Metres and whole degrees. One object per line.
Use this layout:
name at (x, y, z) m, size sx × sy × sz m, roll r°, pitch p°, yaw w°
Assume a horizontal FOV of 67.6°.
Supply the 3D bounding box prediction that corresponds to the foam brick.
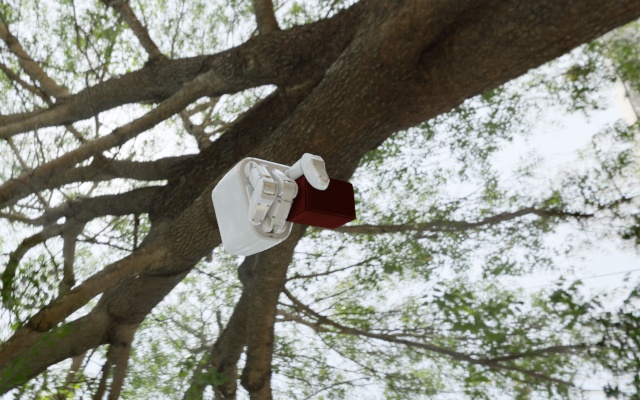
foam brick at (0.000, 0.002, 0.630) m, size 0.078 × 0.053 × 0.051 m, roll 12°, pitch -26°, yaw -31°
